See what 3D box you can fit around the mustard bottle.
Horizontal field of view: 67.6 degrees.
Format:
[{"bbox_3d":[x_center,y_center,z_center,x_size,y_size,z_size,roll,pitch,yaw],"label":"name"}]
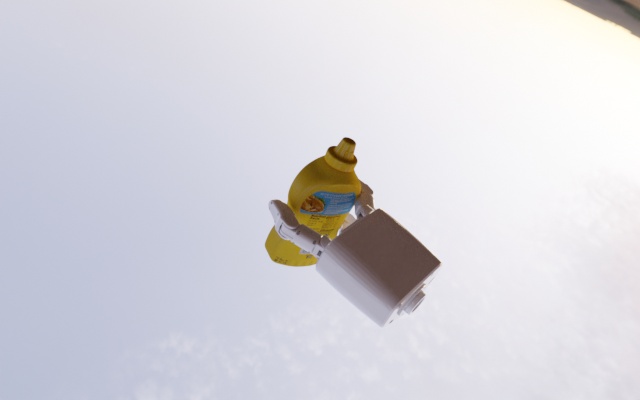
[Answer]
[{"bbox_3d":[0.000,0.002,0.624,0.096,0.192,0.058,2,39,-33],"label":"mustard bottle"}]
